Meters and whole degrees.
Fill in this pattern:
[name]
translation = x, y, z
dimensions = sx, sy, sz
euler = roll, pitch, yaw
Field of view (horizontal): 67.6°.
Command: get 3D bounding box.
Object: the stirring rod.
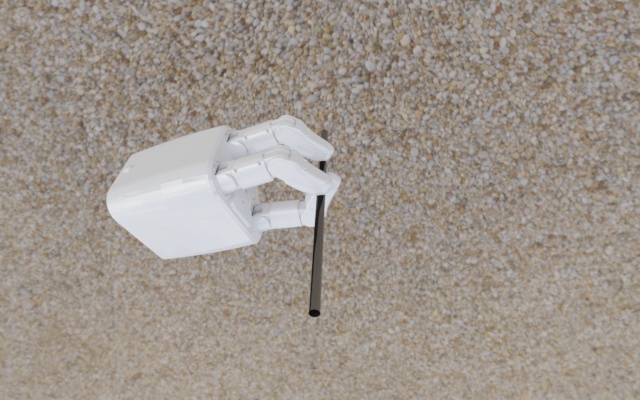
[stirring rod]
translation = 0.000, 0.001, 0.411
dimensions = 0.011, 0.011, 0.239
euler = 0, 38, 2
